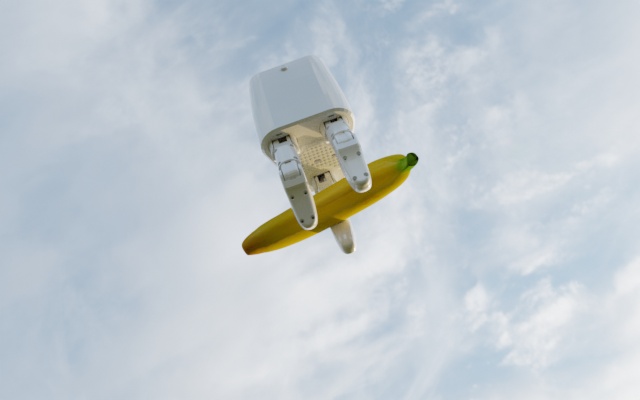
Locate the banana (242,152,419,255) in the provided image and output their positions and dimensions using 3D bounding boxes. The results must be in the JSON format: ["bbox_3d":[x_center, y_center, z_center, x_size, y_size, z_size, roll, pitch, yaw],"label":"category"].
[{"bbox_3d":[0.011,0.002,0.471,0.198,0.037,0.069,-31,-17,21],"label":"banana"}]
